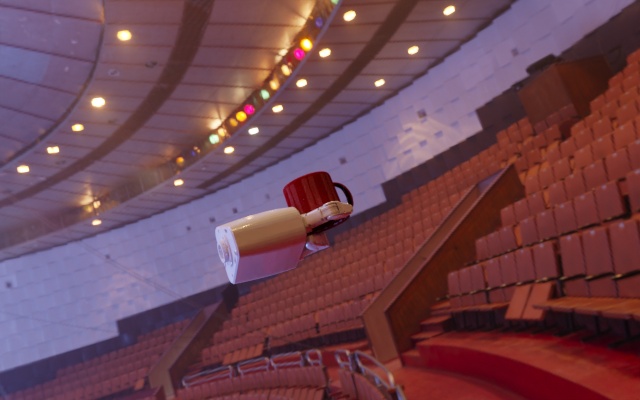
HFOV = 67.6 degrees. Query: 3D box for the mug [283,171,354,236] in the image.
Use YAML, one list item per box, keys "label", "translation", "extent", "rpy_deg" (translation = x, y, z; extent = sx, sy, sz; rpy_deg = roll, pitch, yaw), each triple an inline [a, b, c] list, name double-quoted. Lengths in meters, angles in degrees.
- label: "mug"
  translation: [0.001, 0.002, 0.768]
  extent: [0.117, 0.081, 0.093]
  rpy_deg: [-15, -14, -26]
